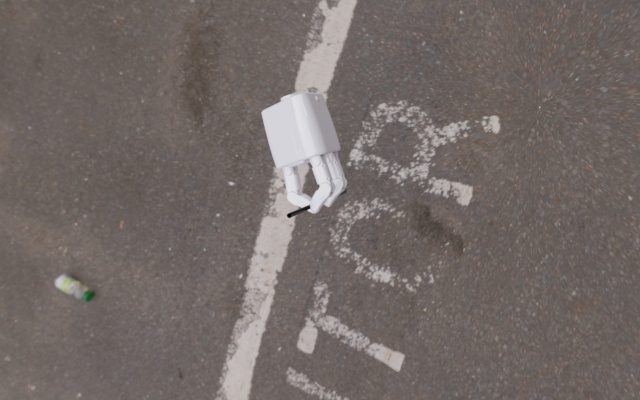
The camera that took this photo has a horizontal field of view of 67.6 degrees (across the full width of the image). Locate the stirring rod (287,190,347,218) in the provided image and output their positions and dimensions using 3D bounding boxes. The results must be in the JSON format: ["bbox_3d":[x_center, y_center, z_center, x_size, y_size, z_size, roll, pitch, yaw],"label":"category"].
[{"bbox_3d":[0.000,0.003,0.854,0.011,0.011,0.239,0,10,25],"label":"stirring rod"}]
